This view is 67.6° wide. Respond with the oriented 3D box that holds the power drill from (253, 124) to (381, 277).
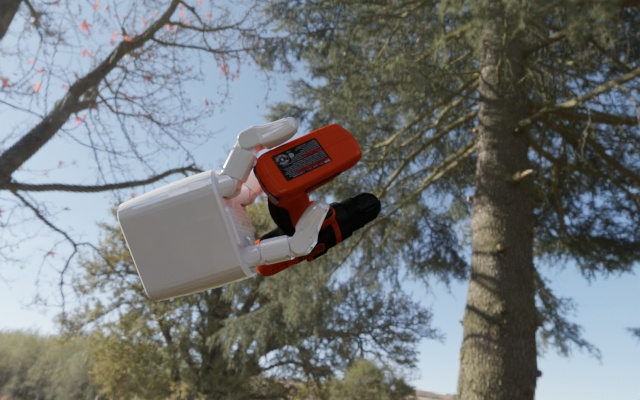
[{"bbox_3d":[0.000,0.002,0.547,0.184,0.057,0.188,-27,-30,-19],"label":"power drill"}]
